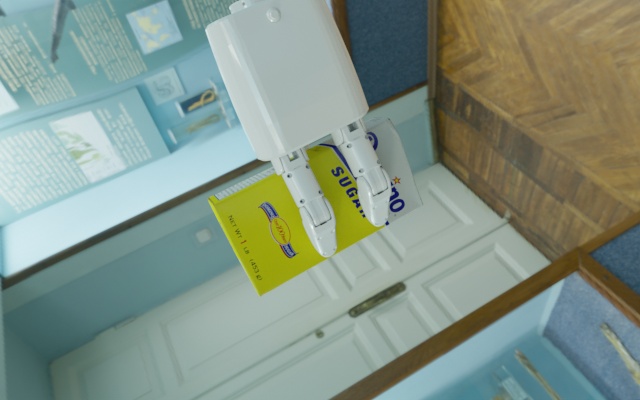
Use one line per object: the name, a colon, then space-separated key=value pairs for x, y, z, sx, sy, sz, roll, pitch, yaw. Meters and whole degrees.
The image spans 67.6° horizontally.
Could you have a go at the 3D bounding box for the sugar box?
sugar box: x=0.000 y=0.001 z=0.432 sx=0.176 sy=0.093 sz=0.048 roll=-28 pitch=18 yaw=-12
